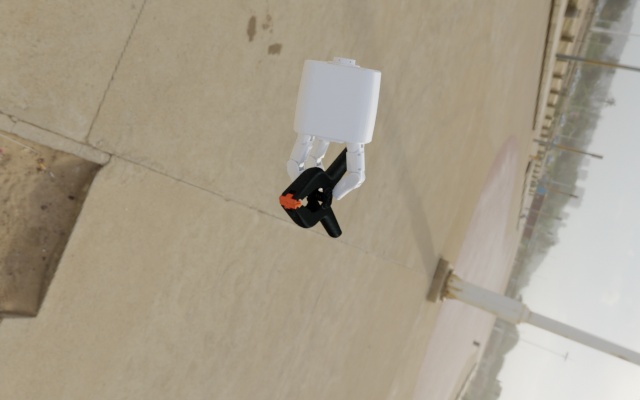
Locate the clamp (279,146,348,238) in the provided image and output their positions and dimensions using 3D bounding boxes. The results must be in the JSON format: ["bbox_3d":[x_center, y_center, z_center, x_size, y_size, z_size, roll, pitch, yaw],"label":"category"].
[{"bbox_3d":[0.001,0.003,0.754,0.036,0.164,0.210,15,19,25],"label":"clamp"}]
